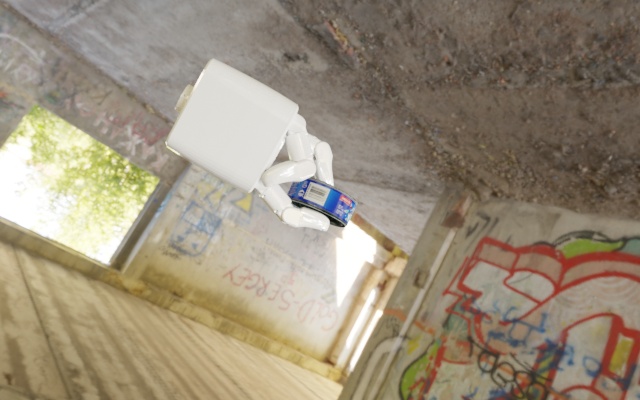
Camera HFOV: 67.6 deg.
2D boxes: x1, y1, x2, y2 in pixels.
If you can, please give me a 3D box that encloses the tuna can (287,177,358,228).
[{"bbox_3d":[0.000,0.002,0.591,0.086,0.033,0.086,23,-10,4],"label":"tuna can"}]
